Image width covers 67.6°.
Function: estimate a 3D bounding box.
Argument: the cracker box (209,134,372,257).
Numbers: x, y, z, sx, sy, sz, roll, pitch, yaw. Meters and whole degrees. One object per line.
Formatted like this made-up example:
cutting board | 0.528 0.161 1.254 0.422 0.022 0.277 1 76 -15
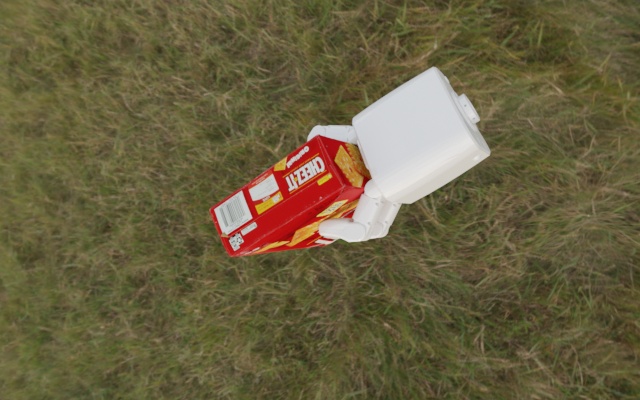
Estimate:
cracker box | 0.000 0.002 0.587 0.164 0.072 0.214 -32 -16 25
